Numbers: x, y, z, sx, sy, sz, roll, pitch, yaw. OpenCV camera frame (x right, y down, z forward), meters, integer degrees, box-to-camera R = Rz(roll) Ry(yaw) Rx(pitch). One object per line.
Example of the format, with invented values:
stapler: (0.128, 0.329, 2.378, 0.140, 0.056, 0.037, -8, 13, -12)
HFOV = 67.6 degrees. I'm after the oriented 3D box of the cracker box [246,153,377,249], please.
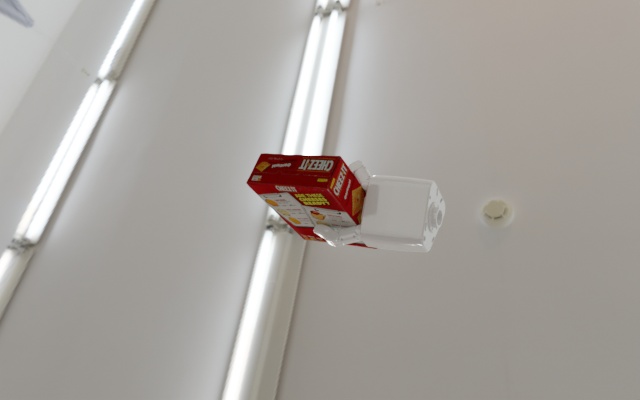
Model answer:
cracker box: (0.000, 0.003, 0.838, 0.164, 0.072, 0.214, 5, -28, 32)
